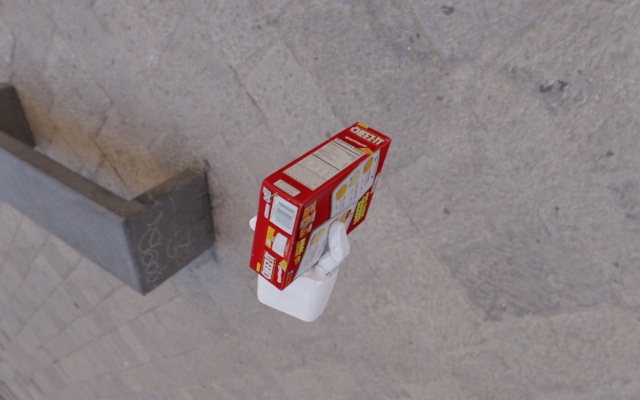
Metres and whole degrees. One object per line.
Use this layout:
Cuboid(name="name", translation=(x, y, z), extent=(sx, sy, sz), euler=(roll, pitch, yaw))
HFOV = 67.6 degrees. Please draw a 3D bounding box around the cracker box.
Cuboid(name="cracker box", translation=(0.000, 0.002, 0.673), extent=(0.072, 0.164, 0.213), euler=(33, 44, 20))
